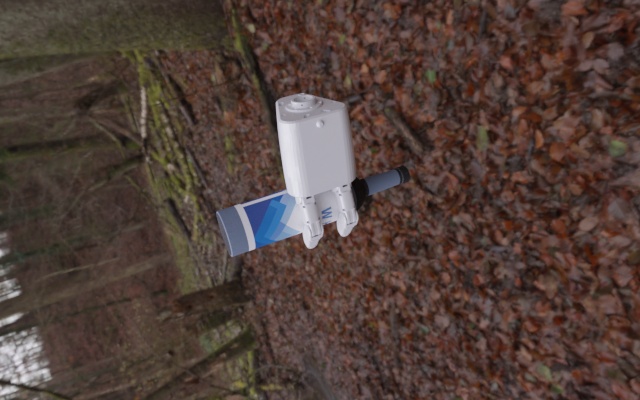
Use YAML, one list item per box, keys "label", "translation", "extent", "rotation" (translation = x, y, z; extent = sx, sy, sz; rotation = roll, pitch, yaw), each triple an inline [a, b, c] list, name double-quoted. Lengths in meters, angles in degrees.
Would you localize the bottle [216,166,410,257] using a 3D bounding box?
- label: "bottle"
  translation: [0.000, 0.002, 0.702]
  extent: [0.295, 0.069, 0.069]
  rotation: [-18, 6, -18]
